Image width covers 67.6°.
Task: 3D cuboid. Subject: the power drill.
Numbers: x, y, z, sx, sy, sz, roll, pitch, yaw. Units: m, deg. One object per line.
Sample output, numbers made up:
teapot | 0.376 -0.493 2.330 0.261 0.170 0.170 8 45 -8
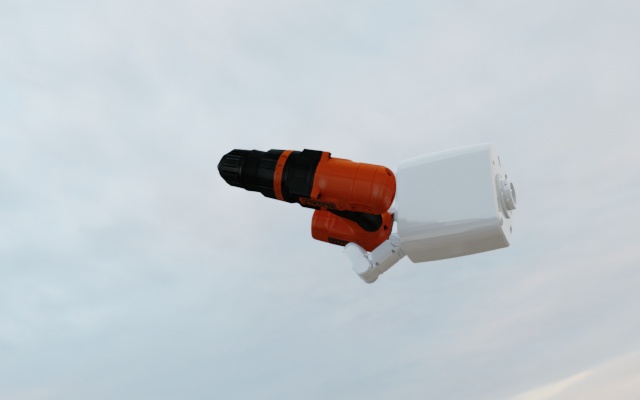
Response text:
power drill | 0.000 0.002 0.528 0.184 0.057 0.188 11 -14 20
